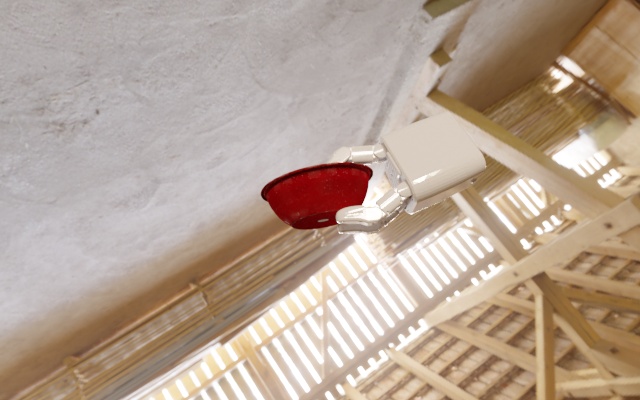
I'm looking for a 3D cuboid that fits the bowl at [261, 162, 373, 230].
[{"bbox_3d":[-0.001,0.003,0.666,0.162,0.055,0.162,-10,-16,-3],"label":"bowl"}]
